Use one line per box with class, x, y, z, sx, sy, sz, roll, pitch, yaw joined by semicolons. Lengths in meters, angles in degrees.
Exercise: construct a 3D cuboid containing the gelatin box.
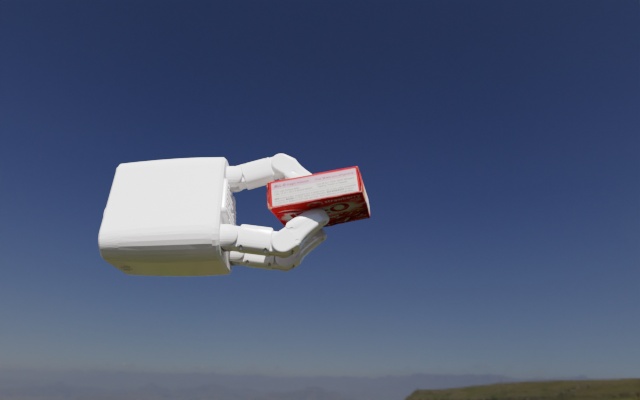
gelatin box;0.000;0.001;0.464;0.089;0.030;0.073;-11;-23;8
